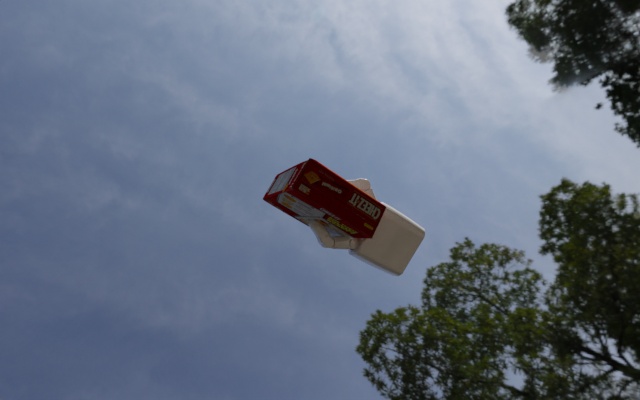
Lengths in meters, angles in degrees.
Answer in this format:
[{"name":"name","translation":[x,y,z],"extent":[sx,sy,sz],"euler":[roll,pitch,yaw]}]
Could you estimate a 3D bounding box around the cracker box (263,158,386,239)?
[{"name":"cracker box","translation":[0.000,0.003,0.885],"extent":[0.164,0.072,0.214],"euler":[31,-14,-15]}]
